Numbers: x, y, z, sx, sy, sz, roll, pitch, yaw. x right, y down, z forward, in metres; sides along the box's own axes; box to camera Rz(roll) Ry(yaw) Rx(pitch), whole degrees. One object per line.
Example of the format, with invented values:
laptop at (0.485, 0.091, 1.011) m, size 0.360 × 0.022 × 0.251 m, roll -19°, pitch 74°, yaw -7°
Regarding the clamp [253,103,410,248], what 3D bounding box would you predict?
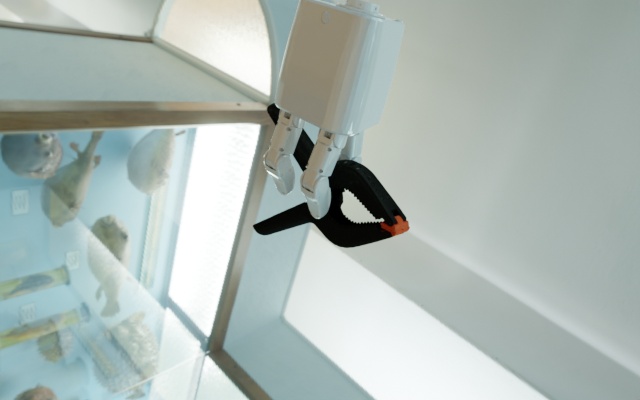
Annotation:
clamp at (0.001, 0.002, 0.530) m, size 0.210 × 0.165 × 0.036 m, roll 32°, pitch 29°, yaw 33°
